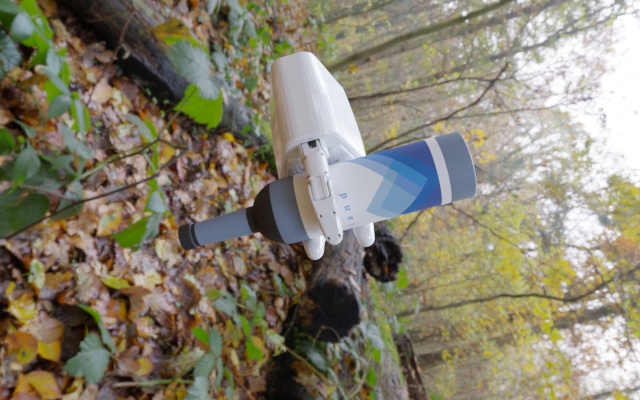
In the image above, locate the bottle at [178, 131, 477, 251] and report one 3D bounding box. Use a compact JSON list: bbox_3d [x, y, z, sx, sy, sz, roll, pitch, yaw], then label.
[{"bbox_3d":[0.000,0.002,0.481,0.296,0.069,0.069,-15,-1,5],"label":"bottle"}]
